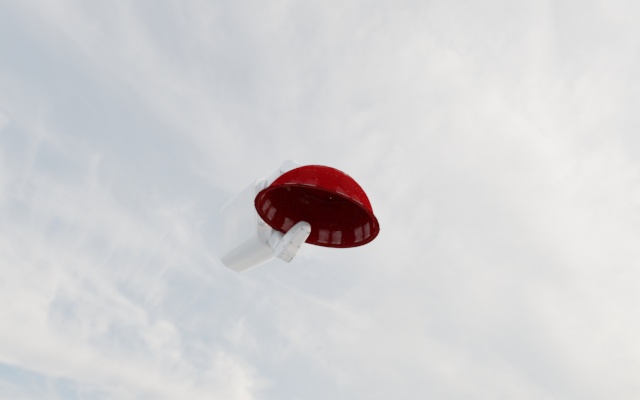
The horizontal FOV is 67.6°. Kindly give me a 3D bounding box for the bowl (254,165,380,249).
[{"bbox_3d":[0.001,0.001,0.611,0.162,0.055,0.162,11,-29,6],"label":"bowl"}]
